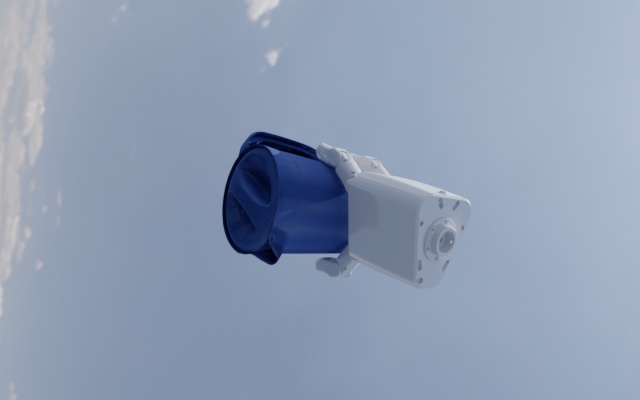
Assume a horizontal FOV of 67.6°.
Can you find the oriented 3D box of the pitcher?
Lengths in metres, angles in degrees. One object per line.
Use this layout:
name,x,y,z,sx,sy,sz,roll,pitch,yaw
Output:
pitcher,0.000,0.002,0.644,0.243,0.149,0.145,9,7,-38
